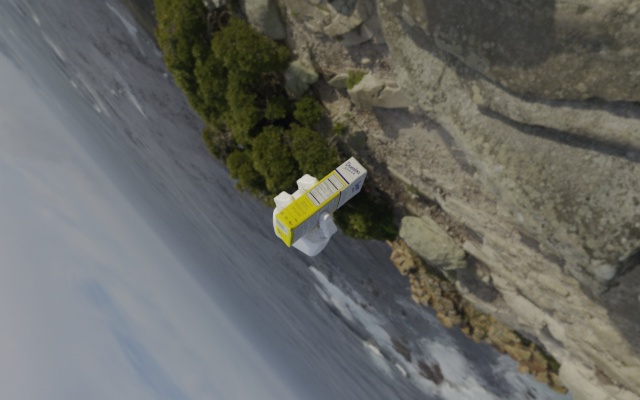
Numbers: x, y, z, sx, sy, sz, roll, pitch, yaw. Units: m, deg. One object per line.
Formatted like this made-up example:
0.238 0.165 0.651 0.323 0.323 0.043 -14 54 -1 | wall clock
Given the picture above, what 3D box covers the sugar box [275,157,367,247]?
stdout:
0.000 0.003 0.849 0.176 0.048 0.093 -40 -14 -18 | sugar box
